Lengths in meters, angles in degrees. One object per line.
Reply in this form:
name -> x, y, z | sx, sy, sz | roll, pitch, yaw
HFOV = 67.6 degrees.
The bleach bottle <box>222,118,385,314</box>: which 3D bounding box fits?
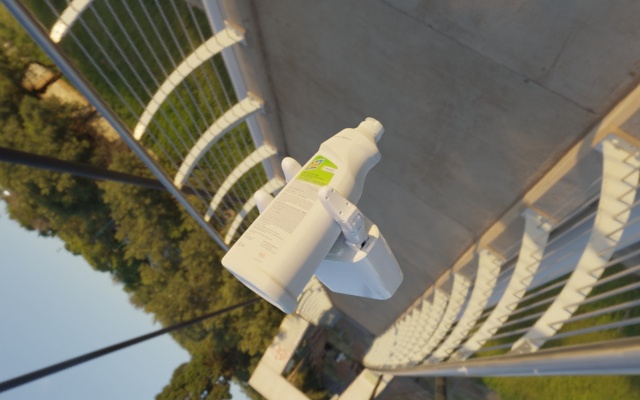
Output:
bleach bottle -> 0.000, 0.002, 0.560 | 0.102, 0.250, 0.068 | 22, -24, 44
